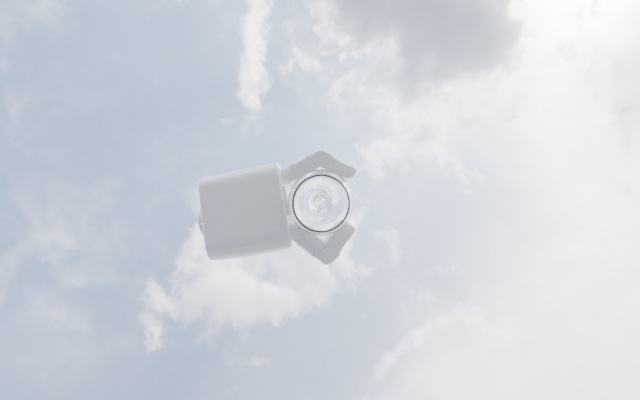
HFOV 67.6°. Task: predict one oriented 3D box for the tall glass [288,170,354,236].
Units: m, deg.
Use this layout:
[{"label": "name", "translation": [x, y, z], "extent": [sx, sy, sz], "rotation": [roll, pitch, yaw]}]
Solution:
[{"label": "tall glass", "translation": [0.000, 0.002, 0.603], "extent": [0.079, 0.079, 0.201], "rotation": [0, 1, -1]}]
